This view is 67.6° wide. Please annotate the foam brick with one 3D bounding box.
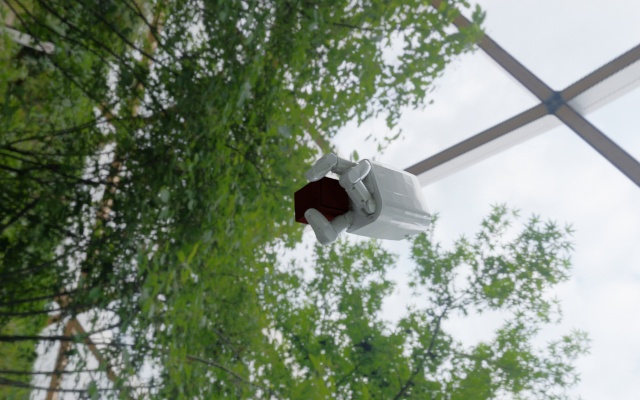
[{"bbox_3d":[0.000,0.002,0.741,0.051,0.053,0.078,12,-25,-31],"label":"foam brick"}]
